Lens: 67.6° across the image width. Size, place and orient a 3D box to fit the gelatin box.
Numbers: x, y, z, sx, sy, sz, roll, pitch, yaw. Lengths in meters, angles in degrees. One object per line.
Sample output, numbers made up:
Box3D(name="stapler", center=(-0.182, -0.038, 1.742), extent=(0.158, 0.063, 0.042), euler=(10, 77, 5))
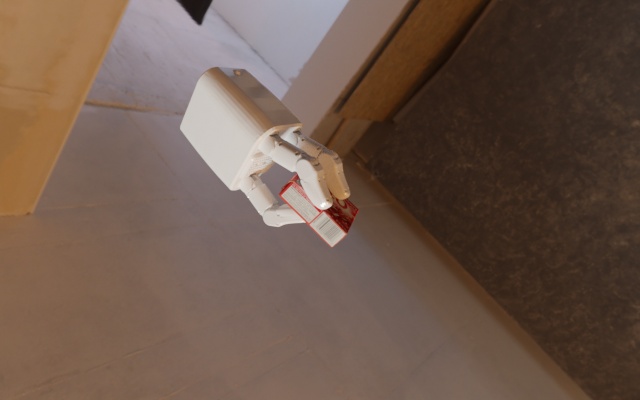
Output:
Box3D(name="gelatin box", center=(0.000, 0.002, 0.565), extent=(0.030, 0.089, 0.073), euler=(-43, 5, 25))
